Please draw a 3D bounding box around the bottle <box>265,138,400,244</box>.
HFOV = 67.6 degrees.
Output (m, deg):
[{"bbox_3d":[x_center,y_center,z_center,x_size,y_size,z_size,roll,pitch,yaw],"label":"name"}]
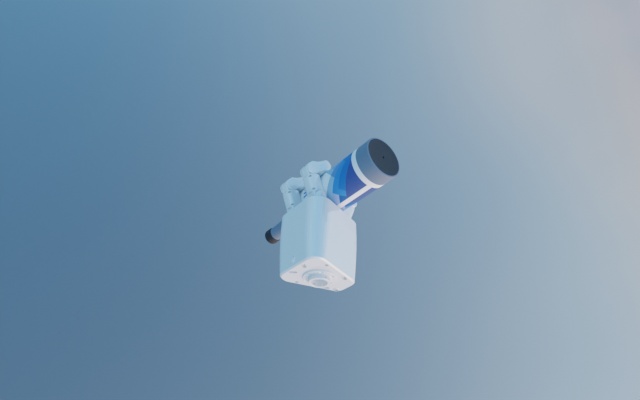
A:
[{"bbox_3d":[0.000,0.002,0.785,0.069,0.069,0.296,0,-26,-44],"label":"bottle"}]
